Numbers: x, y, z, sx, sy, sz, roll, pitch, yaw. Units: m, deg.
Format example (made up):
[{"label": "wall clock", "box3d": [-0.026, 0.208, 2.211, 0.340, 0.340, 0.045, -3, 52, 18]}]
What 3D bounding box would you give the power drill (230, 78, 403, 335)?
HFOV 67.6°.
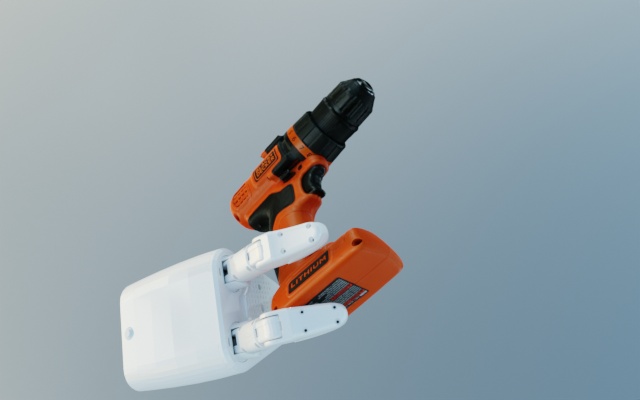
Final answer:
[{"label": "power drill", "box3d": [0.000, 0.002, 0.407, 0.057, 0.184, 0.187, 28, 27, -35]}]
